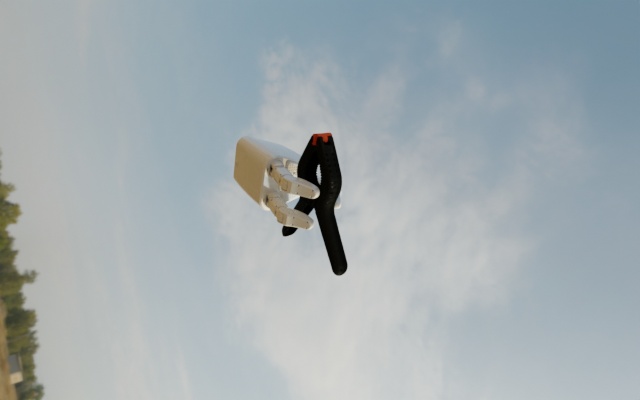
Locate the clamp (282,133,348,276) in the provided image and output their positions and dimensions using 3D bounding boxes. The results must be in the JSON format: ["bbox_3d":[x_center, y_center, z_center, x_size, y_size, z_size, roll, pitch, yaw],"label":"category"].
[{"bbox_3d":[0.001,0.002,0.738,0.036,0.210,0.164,-11,33,-36],"label":"clamp"}]
